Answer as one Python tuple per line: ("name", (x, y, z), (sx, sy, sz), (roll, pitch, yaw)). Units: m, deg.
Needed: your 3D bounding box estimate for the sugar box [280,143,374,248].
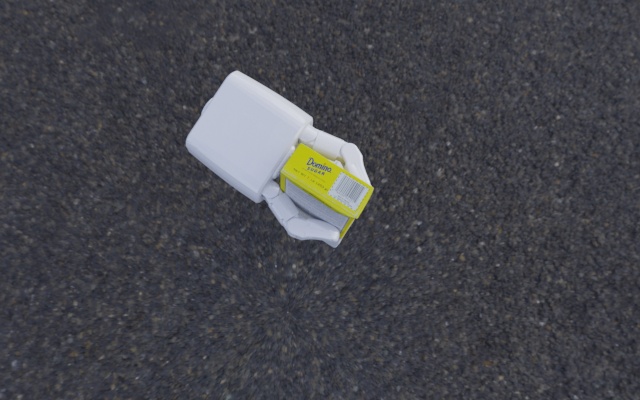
("sugar box", (0.000, 0.001, 0.568), (0.093, 0.048, 0.176), (33, -13, 4))
